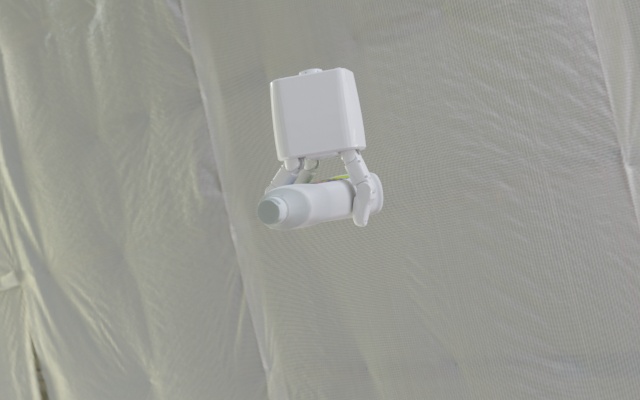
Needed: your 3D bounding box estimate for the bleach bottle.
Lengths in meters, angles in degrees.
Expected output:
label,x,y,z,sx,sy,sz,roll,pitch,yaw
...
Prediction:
label,x,y,z,sx,sy,sz,roll,pitch,yaw
bleach bottle,0.000,0.002,0.635,0.102,0.068,0.251,-7,2,24
